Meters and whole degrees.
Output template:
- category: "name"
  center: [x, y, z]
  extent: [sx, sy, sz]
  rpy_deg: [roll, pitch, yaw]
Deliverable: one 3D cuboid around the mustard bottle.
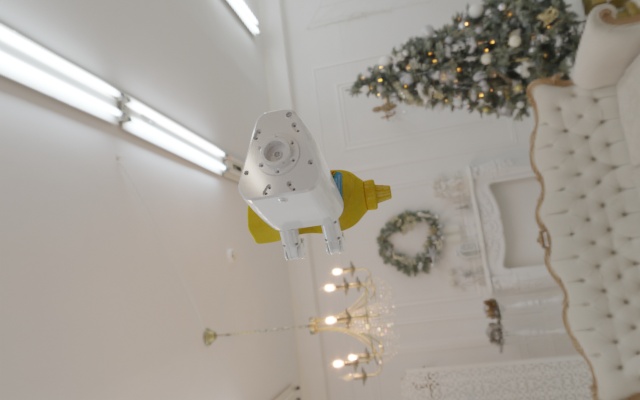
- category: "mustard bottle"
  center: [0.000, 0.002, 0.649]
  extent: [0.191, 0.096, 0.058]
  rpy_deg: [-9, -45, 11]
